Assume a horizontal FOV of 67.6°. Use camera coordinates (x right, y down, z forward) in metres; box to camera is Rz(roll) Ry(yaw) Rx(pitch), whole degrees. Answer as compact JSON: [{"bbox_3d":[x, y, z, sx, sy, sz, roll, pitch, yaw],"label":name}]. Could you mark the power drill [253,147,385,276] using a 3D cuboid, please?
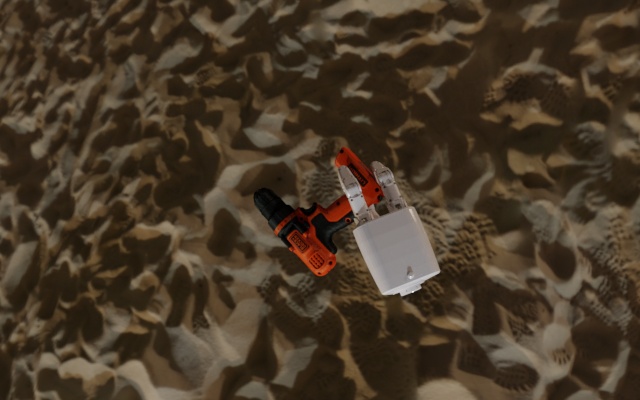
[{"bbox_3d":[0.001,0.002,0.790,0.188,0.184,0.057,-45,-8,13],"label":"power drill"}]
